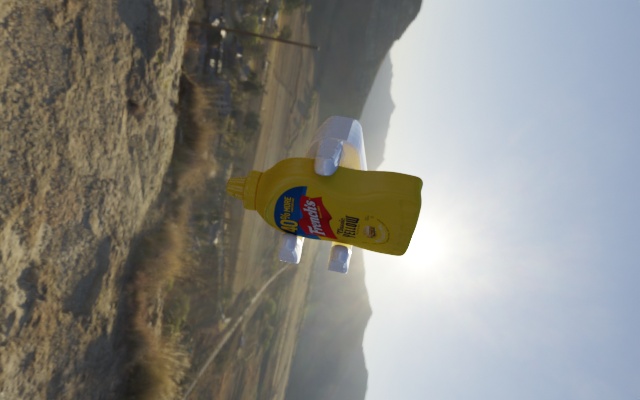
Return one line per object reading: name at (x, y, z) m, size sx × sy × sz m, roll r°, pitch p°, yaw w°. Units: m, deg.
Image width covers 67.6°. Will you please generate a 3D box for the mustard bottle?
mustard bottle at (0.000, 0.002, 0.482) m, size 0.191 × 0.058 × 0.096 m, roll 11°, pitch -39°, yaw 4°
